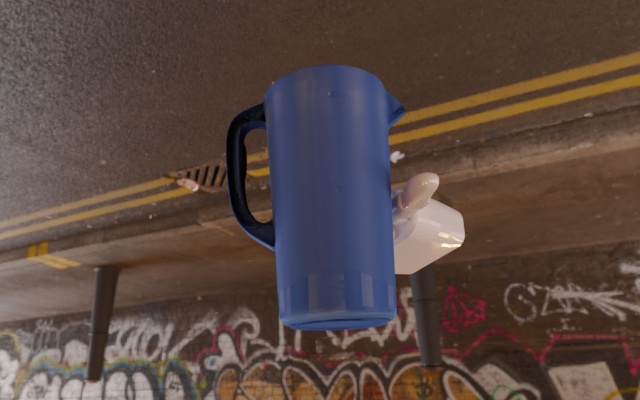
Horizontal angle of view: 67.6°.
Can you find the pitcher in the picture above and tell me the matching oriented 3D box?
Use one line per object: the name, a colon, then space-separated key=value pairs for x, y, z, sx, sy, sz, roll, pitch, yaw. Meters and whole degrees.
pitcher: x=0.000 y=0.002 z=0.477 sx=0.145 sy=0.242 sz=0.149 roll=16 pitch=-27 yaw=-42
